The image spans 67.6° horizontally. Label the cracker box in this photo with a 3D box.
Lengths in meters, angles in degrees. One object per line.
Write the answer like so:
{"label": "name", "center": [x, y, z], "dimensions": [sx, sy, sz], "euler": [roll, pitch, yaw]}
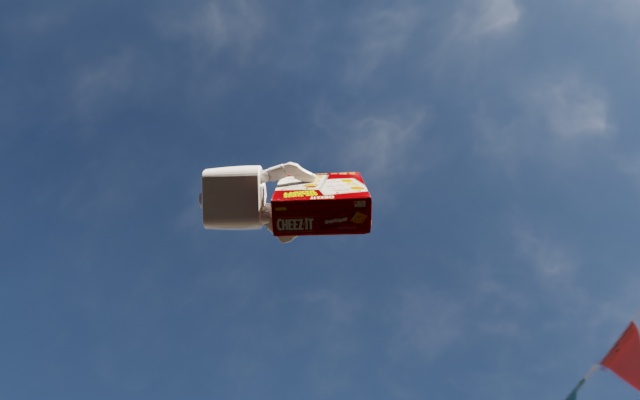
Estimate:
{"label": "cracker box", "center": [0.000, 0.003, 0.872], "dimensions": [0.164, 0.072, 0.213], "euler": [-2, 14, 0]}
